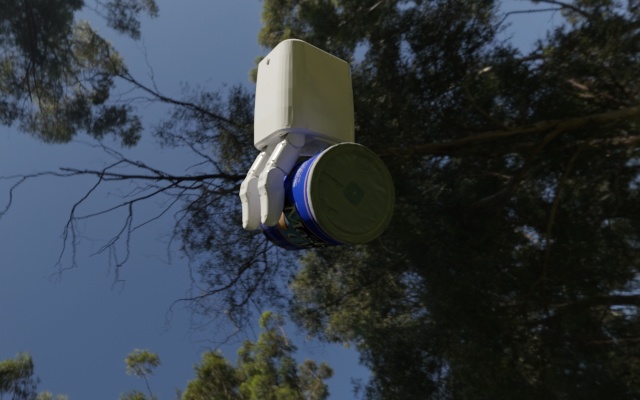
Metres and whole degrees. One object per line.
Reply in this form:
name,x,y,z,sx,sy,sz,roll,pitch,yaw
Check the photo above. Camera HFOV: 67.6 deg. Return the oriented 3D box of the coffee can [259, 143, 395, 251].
coffee can,0.000,0.002,0.533,0.103,0.103,0.140,0,-8,-30
